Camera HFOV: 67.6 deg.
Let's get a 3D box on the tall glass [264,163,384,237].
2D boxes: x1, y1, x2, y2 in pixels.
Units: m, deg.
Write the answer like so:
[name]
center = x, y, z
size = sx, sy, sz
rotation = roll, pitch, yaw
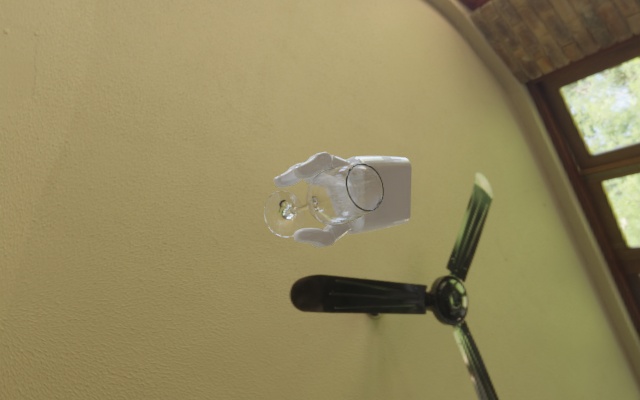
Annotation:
[tall glass]
center = 0.000, 0.002, 0.674
size = 0.079, 0.079, 0.201
rotation = 0, -11, -35
